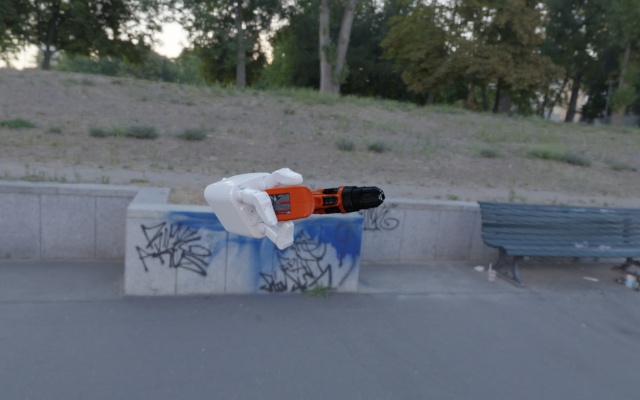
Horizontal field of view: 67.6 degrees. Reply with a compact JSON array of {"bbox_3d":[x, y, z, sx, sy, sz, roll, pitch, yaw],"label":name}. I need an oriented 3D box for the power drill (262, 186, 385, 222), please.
[{"bbox_3d":[0.000,0.003,0.852,0.184,0.057,0.187,-8,-4,33],"label":"power drill"}]
